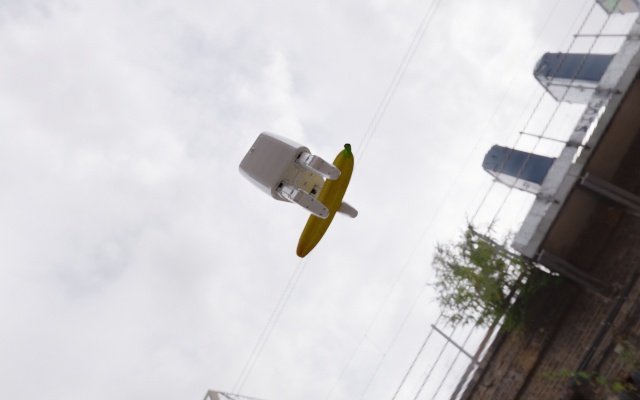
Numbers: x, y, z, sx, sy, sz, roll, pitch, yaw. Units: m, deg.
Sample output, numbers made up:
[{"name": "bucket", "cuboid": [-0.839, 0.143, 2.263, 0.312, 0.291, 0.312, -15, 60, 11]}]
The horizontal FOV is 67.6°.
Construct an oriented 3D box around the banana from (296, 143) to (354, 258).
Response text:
[{"name": "banana", "cuboid": [0.010, -0.002, 0.753, 0.037, 0.198, 0.069, 28, 17, 22]}]
